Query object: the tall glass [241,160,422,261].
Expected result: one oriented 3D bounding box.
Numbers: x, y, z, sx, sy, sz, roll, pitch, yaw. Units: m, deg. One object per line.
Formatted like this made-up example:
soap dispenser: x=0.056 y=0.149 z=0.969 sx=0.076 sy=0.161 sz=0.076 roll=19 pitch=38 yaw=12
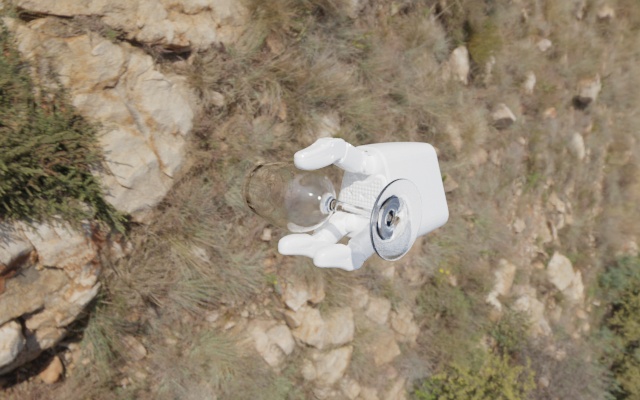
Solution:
tall glass: x=0.000 y=0.002 z=0.491 sx=0.079 sy=0.079 sz=0.201 roll=0 pitch=9 yaw=-45
